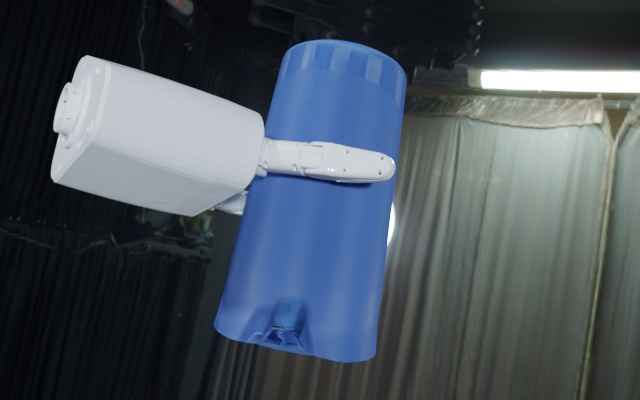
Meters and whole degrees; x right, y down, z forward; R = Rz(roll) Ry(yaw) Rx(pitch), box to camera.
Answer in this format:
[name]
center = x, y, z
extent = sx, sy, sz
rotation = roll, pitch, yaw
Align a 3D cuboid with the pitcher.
[pitcher]
center = 0.000, 0.001, 0.411
extent = 0.145, 0.243, 0.149
rotation = 15, -6, -38
